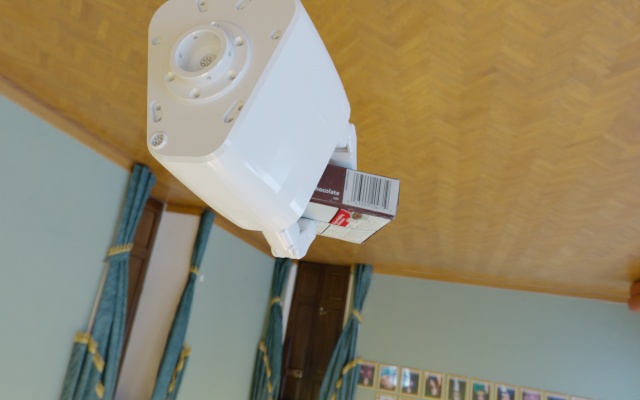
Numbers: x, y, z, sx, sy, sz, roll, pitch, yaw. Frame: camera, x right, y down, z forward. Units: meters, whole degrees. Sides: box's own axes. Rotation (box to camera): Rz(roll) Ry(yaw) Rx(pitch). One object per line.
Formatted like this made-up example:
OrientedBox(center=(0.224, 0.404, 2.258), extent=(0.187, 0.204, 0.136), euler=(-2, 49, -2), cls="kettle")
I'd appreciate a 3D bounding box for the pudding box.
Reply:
OrientedBox(center=(0.000, 0.001, 0.415), extent=(0.113, 0.039, 0.090), euler=(14, -20, -9), cls="pudding box")
